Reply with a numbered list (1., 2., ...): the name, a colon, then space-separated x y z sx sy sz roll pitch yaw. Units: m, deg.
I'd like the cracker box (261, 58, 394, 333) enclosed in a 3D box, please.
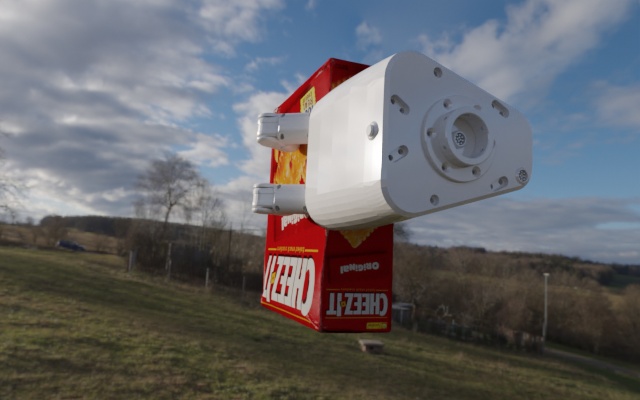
1. cracker box: 0.000 0.001 0.445 0.072 0.213 0.164 6 -7 -22
